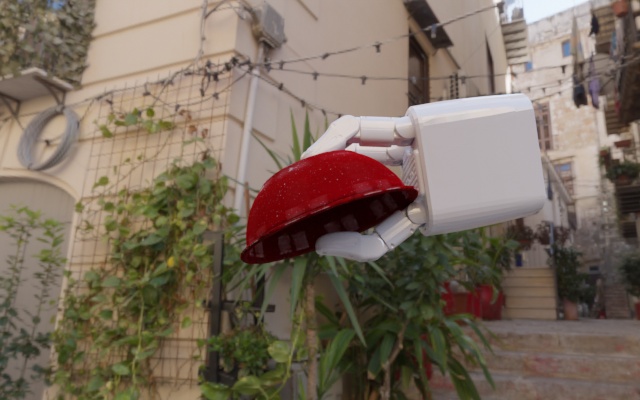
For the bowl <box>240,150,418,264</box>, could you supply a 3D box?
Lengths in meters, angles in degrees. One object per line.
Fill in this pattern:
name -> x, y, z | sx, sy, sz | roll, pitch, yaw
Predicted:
bowl -> -0.001, 0.001, 0.417 | 0.162, 0.055, 0.162 | -20, -14, -5
